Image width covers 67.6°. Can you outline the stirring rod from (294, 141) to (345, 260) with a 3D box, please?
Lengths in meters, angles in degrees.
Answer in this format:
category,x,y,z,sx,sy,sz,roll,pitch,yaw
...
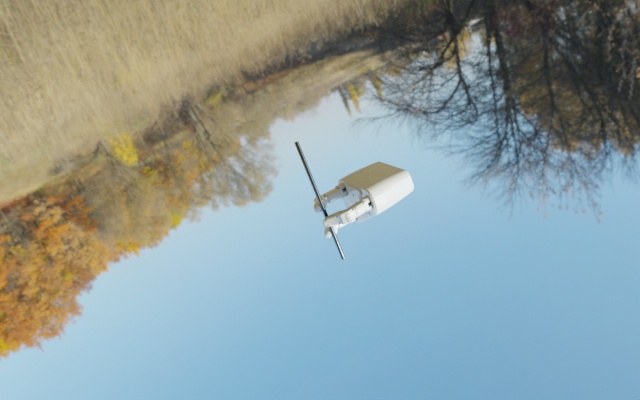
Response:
category,x,y,z,sx,sy,sz,roll,pitch,yaw
stirring rod,0.000,0.003,0.888,0.011,0.239,0.011,-21,13,5
